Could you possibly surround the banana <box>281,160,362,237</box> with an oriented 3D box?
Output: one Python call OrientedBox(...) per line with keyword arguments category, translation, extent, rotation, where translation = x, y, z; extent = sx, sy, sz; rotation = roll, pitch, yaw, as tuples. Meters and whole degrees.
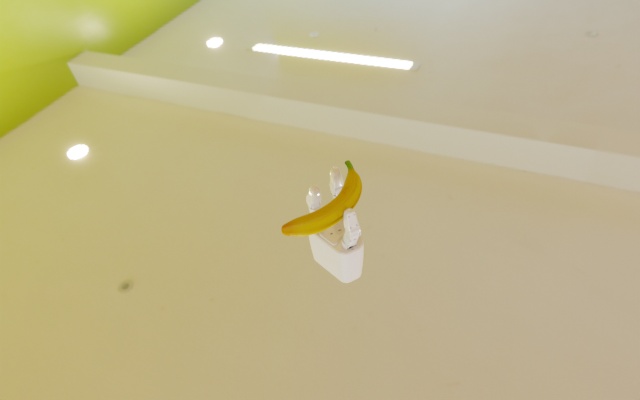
OrientedBox(category="banana", translation=(0.017, 0.010, 0.841), extent=(0.069, 0.037, 0.197), rotation=(31, 57, 22))
